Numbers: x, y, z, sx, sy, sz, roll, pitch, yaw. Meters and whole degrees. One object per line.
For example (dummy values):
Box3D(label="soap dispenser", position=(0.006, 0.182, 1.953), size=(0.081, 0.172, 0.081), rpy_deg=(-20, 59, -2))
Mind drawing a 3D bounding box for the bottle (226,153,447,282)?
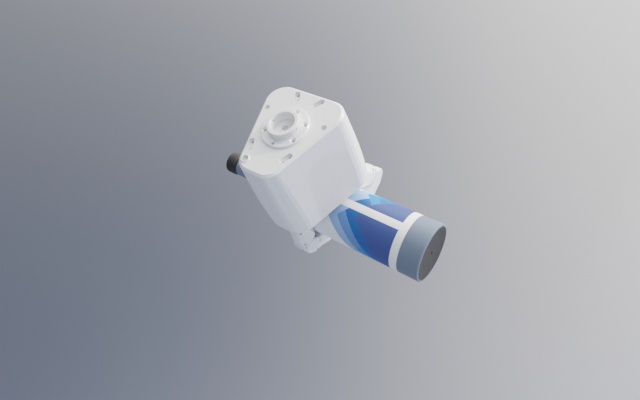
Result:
Box3D(label="bottle", position=(0.000, 0.002, 0.571), size=(0.295, 0.069, 0.069), rpy_deg=(25, 12, 29))
